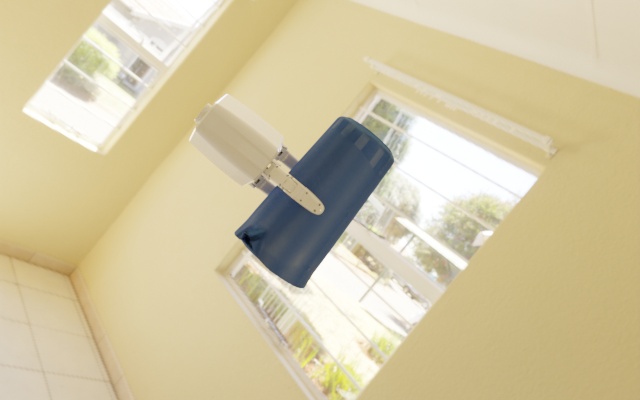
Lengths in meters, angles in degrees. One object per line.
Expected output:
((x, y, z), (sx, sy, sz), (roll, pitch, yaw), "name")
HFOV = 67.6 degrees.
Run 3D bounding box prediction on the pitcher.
((0.000, 0.002, 0.718), (0.145, 0.243, 0.149), (39, 1, -12), "pitcher")
